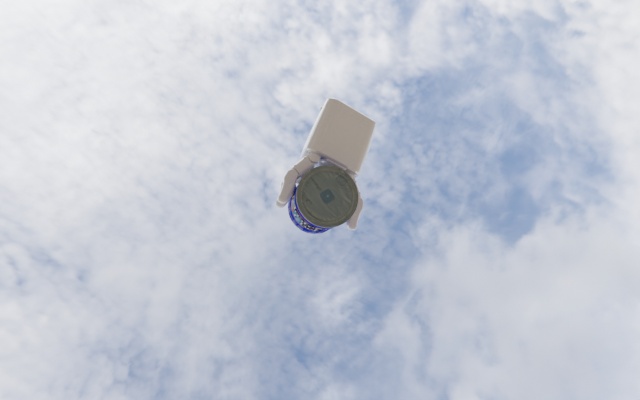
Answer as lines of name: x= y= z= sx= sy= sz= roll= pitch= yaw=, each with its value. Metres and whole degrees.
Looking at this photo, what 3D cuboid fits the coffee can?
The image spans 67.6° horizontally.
coffee can: x=0.000 y=0.003 z=0.838 sx=0.103 sy=0.103 sz=0.140 roll=0 pitch=-8 yaw=-10
